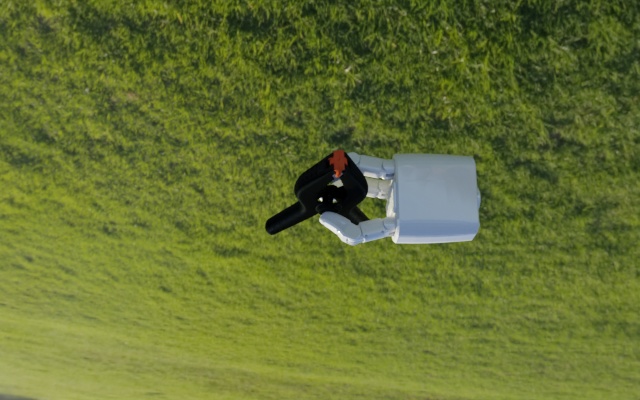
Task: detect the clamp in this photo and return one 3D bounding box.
[{"bbox_3d":[0.000,0.003,0.640,0.164,0.036,0.210,-2,-28,-1],"label":"clamp"}]
